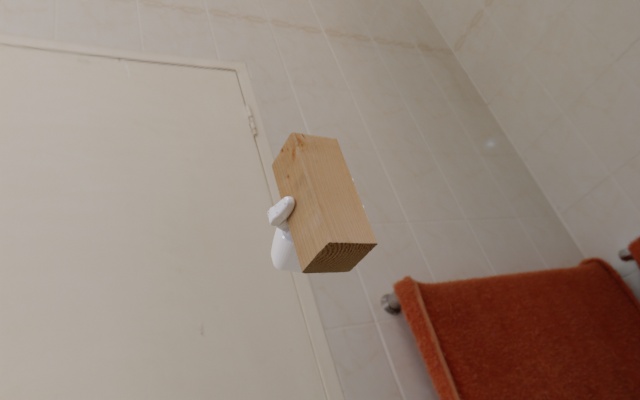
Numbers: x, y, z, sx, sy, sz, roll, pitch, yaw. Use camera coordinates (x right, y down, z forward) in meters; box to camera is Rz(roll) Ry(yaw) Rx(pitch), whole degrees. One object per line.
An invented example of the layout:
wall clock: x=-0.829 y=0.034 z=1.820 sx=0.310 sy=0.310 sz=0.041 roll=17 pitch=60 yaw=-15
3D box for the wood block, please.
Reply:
wood block: x=0.000 y=0.003 z=0.755 sx=0.091 sy=0.206 sz=0.090 roll=3 pitch=-37 yaw=-32
